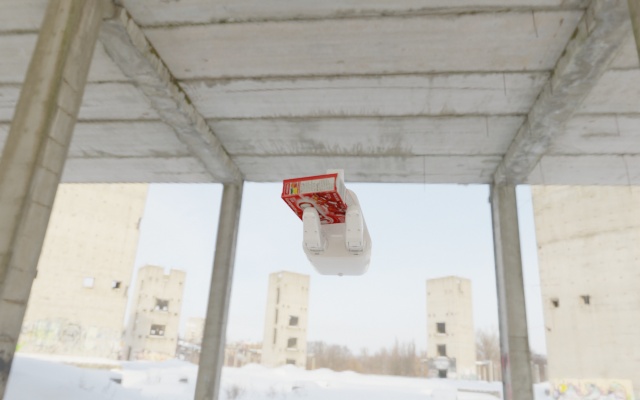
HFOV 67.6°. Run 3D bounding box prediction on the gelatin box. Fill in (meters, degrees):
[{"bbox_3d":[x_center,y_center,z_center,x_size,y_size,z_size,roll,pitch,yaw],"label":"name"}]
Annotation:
[{"bbox_3d":[0.000,0.001,0.613,0.073,0.030,0.089,-5,-29,19],"label":"gelatin box"}]
